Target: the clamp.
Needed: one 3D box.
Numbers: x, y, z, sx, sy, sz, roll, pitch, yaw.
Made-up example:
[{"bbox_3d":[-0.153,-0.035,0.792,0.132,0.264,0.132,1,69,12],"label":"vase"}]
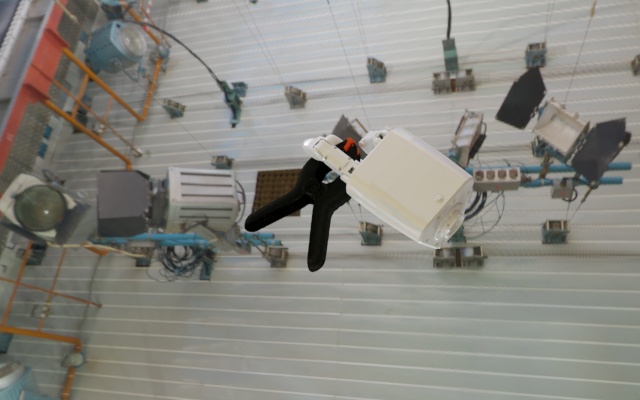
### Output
[{"bbox_3d":[0.000,0.002,0.576,0.120,0.171,0.039,39,-8,28],"label":"clamp"}]
